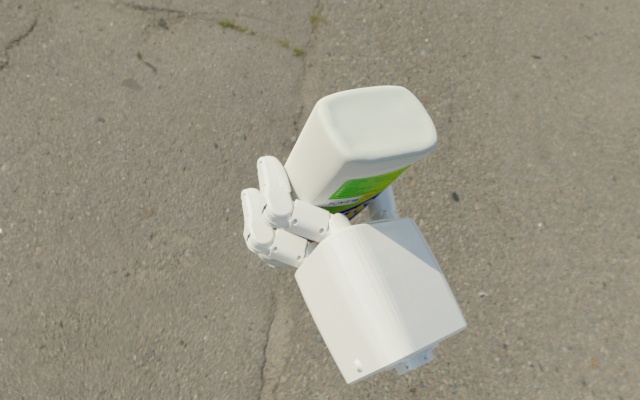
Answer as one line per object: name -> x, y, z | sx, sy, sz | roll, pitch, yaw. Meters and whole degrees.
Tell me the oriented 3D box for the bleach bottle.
bleach bottle -> 0.000, 0.001, 0.453 | 0.102, 0.068, 0.251 | -14, -23, -30
